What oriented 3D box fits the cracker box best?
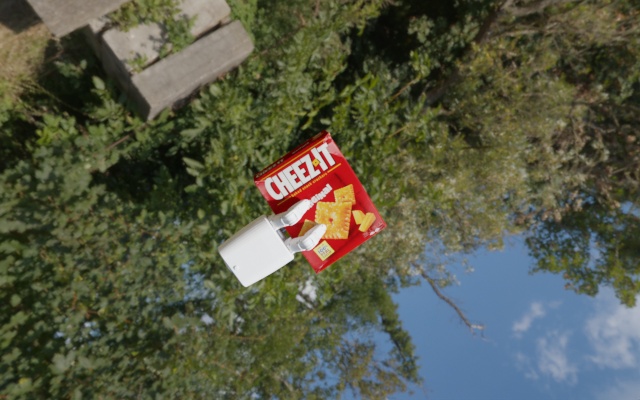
[{"bbox_3d":[0.000,0.003,0.895,0.164,0.214,0.072,-33,14,0],"label":"cracker box"}]
